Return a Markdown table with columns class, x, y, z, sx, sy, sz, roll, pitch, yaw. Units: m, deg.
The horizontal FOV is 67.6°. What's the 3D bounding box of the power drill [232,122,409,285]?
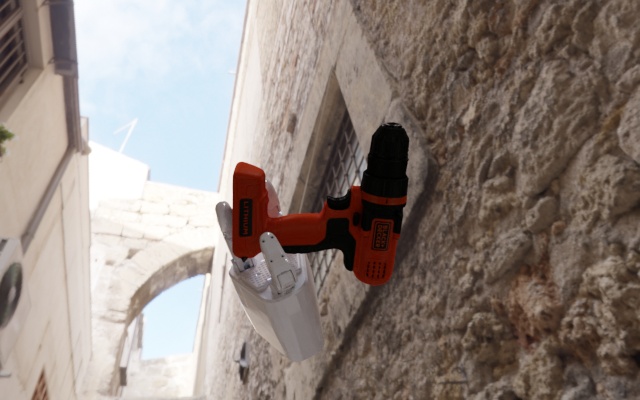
| class | x | y | z | sx | sy | sz | roll | pitch | yaw |
| --- | --- | --- | --- | --- | --- | --- | --- | --- | --- |
| power drill | 0.000 | 0.002 | 0.520 | 0.187 | 0.184 | 0.057 | 4 | 17 | -1 |
